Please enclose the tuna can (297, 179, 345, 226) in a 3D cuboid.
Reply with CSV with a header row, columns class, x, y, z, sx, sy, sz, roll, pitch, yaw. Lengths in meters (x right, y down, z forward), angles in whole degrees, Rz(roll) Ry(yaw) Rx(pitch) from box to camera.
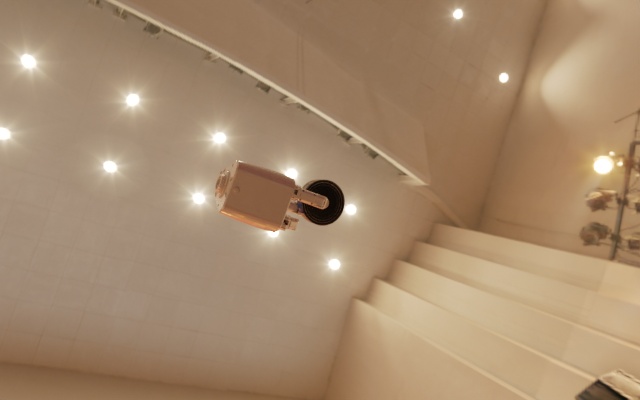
class,x,y,z,sx,sy,sz,roll,pitch,yaw
tuna can,0.000,0.003,0.897,0.086,0.086,0.034,0,5,-22
